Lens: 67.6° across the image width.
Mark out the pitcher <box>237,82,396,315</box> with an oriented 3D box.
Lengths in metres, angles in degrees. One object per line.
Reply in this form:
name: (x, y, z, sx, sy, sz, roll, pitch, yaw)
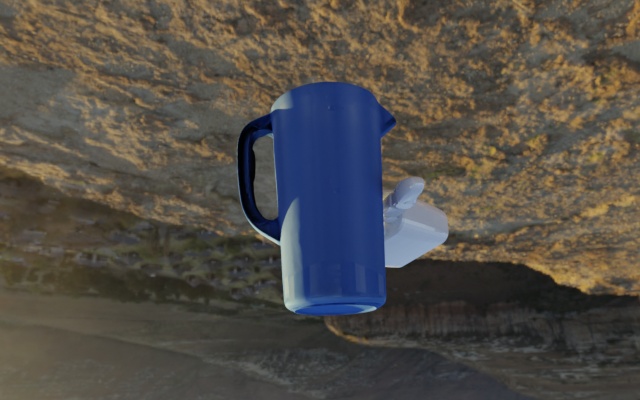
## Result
pitcher: (0.000, 0.002, 0.541, 0.145, 0.242, 0.149, 17, -27, -42)
